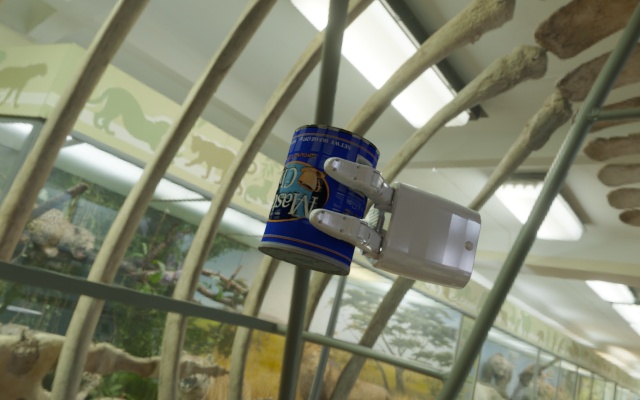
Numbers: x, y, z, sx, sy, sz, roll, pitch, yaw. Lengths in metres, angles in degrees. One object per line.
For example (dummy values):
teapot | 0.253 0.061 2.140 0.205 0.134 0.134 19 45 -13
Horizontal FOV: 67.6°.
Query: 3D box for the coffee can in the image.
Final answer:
coffee can | 0.000 0.002 0.531 0.103 0.140 0.103 15 -14 4
